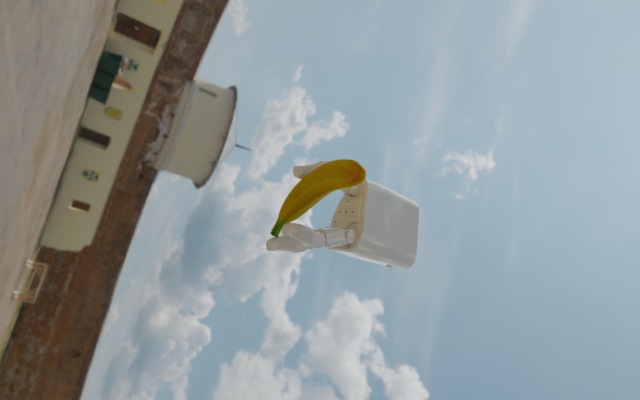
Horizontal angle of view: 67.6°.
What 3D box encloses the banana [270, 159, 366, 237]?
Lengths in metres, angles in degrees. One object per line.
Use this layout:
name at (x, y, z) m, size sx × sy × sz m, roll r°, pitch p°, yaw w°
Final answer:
banana at (0.000, -0.012, 0.614) m, size 0.037 × 0.069 × 0.198 m, roll 23°, pitch -36°, yaw -25°
